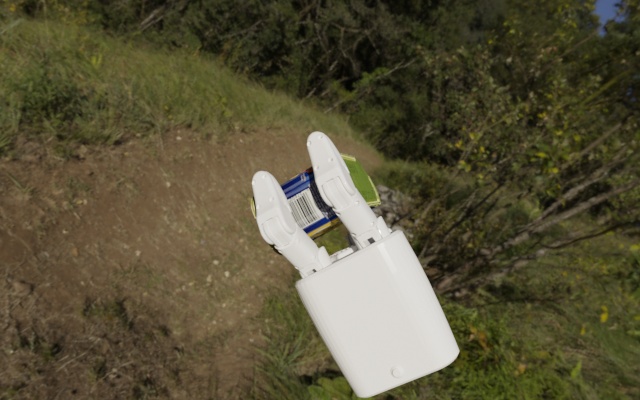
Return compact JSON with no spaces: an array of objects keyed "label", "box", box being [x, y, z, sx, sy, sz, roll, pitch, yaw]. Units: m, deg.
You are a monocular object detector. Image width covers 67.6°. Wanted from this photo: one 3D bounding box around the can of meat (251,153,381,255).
[{"label":"can of meat","box":[0.000,0.001,0.428,0.084,0.057,0.102,-29,-7,17]}]
